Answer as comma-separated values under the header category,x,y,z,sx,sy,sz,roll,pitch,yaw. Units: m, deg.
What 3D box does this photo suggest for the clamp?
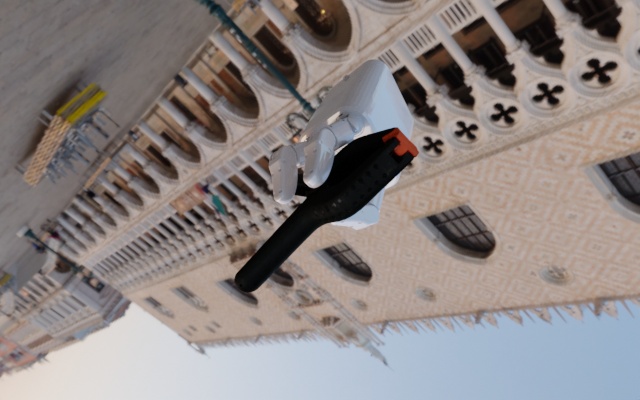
category,x,y,z,sx,sy,sz,roll,pitch,yaw
clamp,0.001,0.002,0.457,0.036,0.164,0.210,41,-43,-21
